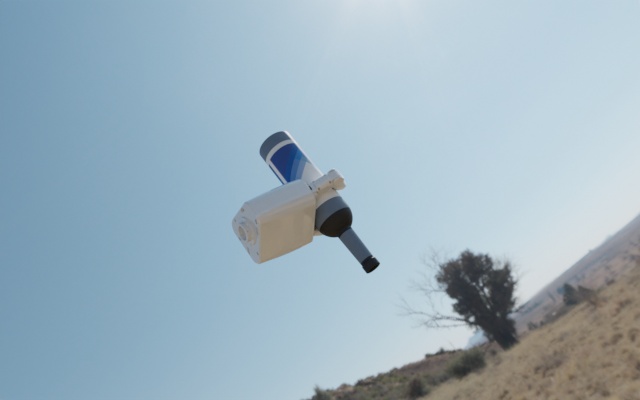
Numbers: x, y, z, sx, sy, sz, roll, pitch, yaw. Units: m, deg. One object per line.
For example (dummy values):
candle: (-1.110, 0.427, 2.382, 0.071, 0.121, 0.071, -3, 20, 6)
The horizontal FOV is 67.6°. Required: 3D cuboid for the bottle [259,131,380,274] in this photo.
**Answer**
bottle: (0.000, 0.002, 0.815, 0.069, 0.295, 0.069, -31, -25, -16)
